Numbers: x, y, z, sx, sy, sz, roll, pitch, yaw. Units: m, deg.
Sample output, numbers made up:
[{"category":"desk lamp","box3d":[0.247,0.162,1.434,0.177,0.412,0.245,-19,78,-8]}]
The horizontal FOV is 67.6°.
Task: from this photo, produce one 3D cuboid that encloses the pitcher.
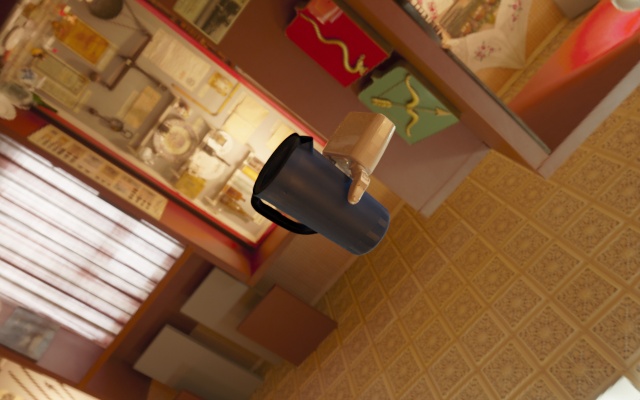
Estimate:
[{"category":"pitcher","box3d":[0.000,0.003,0.877,0.243,0.145,0.149,36,-14,-20]}]
